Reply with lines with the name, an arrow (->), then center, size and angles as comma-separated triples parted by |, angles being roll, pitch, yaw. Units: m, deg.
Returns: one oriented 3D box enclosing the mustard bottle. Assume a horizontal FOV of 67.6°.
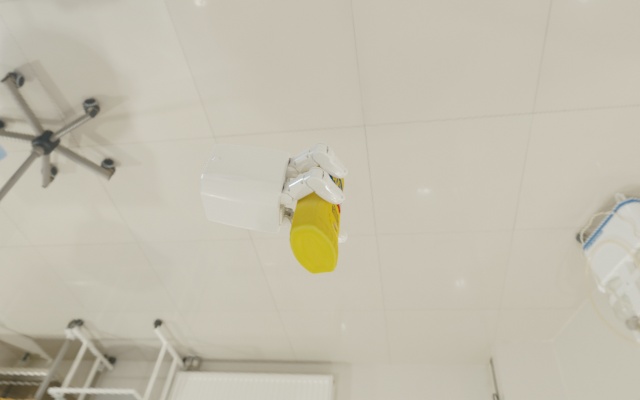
mustard bottle -> 0.000, 0.002, 0.675 | 0.058, 0.096, 0.191 | -10, 41, 16
